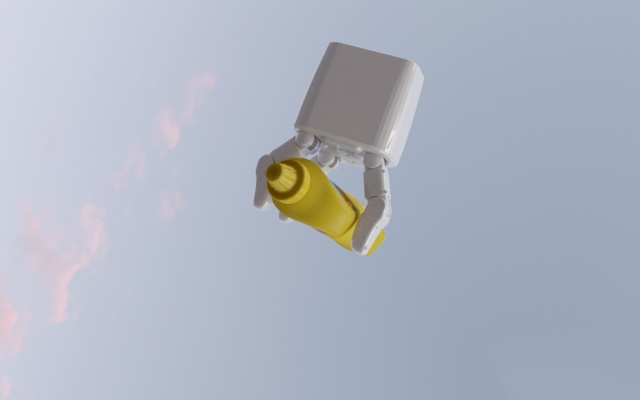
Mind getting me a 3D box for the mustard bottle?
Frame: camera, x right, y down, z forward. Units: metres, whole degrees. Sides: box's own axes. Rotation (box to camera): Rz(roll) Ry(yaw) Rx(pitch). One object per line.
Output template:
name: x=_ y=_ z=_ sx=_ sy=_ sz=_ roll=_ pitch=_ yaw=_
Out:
mustard bottle: x=0.000 y=0.002 z=0.502 sx=0.096 sy=0.058 sz=0.192 roll=44 pitch=5 yaw=30
